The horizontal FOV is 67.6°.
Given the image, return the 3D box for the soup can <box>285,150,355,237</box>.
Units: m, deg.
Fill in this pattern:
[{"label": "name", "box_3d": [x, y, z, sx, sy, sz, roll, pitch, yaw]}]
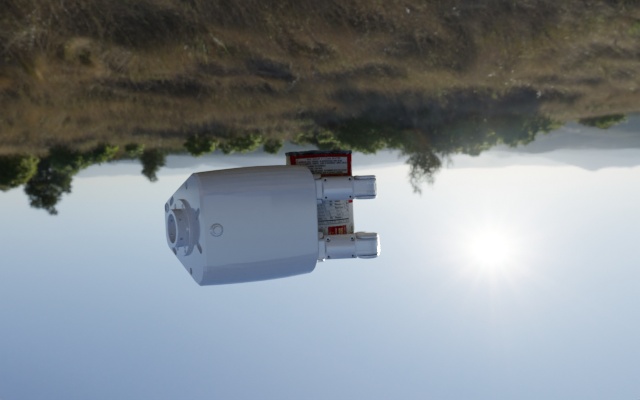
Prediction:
[{"label": "soup can", "box_3d": [0.000, 0.002, 0.482, 0.068, 0.102, 0.068, -2, 3, 0]}]
